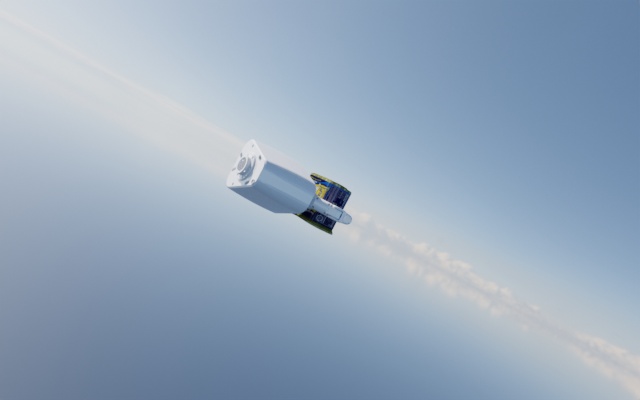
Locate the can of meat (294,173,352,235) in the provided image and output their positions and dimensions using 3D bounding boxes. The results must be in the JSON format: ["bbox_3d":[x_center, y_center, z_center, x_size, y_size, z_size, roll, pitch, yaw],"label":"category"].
[{"bbox_3d":[0.000,0.003,0.849,0.057,0.084,0.102,28,0,-33],"label":"can of meat"}]
